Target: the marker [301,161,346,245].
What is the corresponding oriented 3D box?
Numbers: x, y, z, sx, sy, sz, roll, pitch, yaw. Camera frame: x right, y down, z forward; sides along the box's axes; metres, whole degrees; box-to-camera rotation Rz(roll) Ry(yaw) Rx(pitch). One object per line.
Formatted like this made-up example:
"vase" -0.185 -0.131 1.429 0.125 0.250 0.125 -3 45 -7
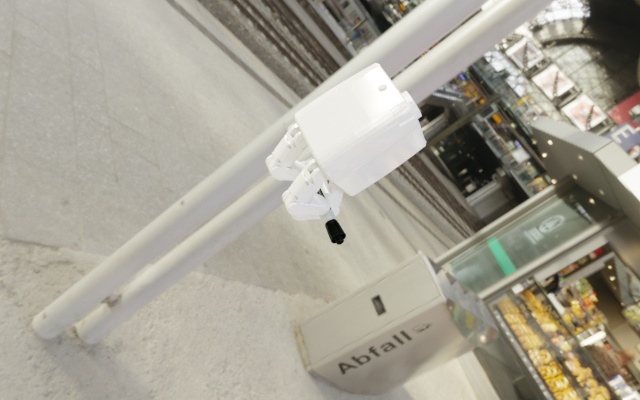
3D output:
"marker" 0.000 0.002 0.567 0.020 0.121 0.020 -18 -34 -13
